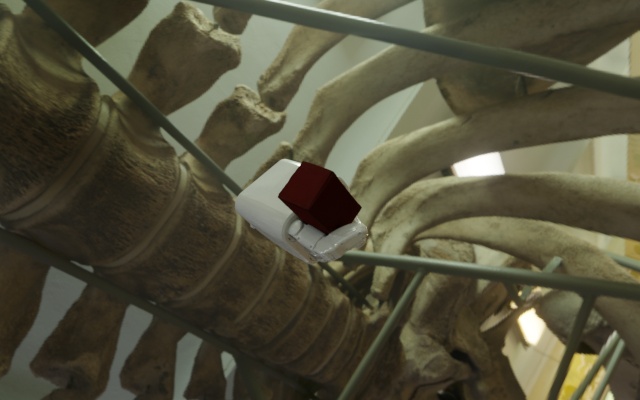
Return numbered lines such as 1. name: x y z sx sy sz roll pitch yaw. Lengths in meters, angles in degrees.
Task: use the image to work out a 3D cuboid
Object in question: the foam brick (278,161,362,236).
1. foam brick: 0.000 0.002 0.540 0.051 0.053 0.078 25 -16 41
